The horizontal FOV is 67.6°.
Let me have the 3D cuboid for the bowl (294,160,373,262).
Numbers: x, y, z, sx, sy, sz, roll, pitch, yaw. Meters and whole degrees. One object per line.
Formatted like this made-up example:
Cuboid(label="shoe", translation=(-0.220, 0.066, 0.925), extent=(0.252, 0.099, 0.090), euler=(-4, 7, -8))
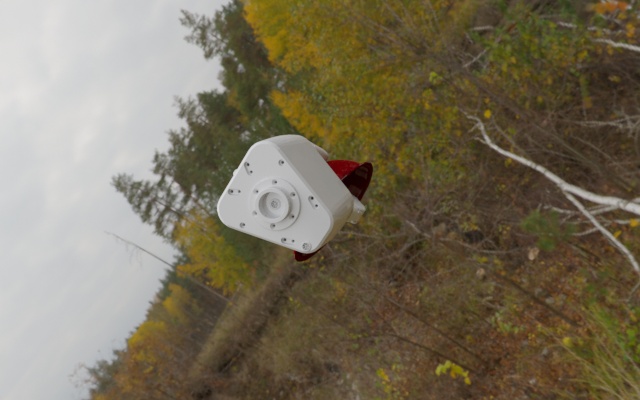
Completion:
Cuboid(label="bowl", translation=(0.000, 0.002, 0.638), extent=(0.055, 0.162, 0.162), euler=(37, 12, 17))
